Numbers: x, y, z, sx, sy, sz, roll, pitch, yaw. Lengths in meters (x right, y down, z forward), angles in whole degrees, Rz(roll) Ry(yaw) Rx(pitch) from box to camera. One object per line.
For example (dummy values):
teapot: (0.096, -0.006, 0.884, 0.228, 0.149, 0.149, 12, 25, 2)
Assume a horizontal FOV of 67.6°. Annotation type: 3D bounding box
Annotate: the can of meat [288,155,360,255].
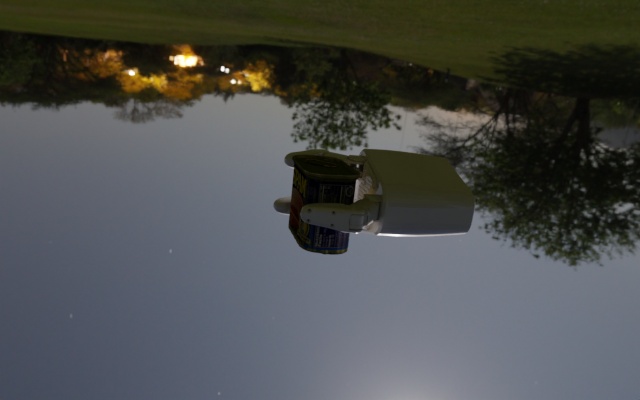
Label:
can of meat: (0.000, 0.002, 0.512, 0.057, 0.084, 0.102, 2, 16, -15)
